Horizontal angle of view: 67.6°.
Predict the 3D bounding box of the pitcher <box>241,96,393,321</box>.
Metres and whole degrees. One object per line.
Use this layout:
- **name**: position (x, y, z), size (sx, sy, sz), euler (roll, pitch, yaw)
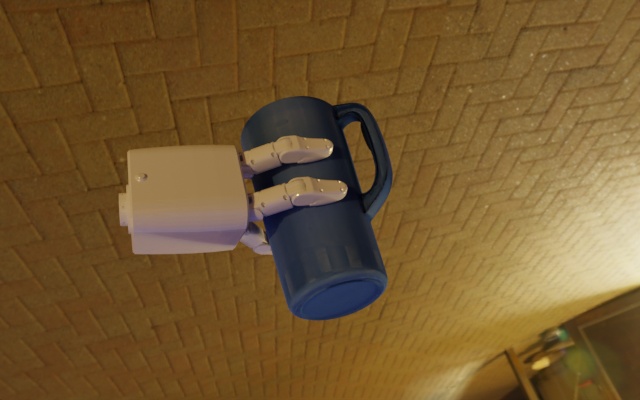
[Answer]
- **pitcher**: position (0.000, 0.002, 0.549), size (0.145, 0.242, 0.149), euler (-1, -36, -23)
